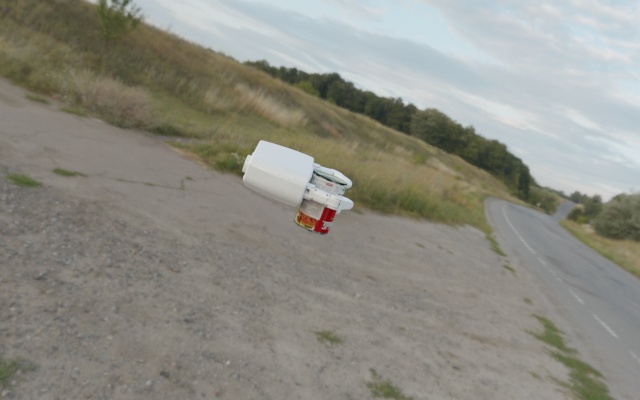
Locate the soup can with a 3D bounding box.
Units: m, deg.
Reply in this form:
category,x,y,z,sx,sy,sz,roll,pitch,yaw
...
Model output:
category,x,y,z,sx,sy,sz,roll,pitch,yaw
soup can,0.001,0.003,0.873,0.068,0.102,0.068,21,11,-4
